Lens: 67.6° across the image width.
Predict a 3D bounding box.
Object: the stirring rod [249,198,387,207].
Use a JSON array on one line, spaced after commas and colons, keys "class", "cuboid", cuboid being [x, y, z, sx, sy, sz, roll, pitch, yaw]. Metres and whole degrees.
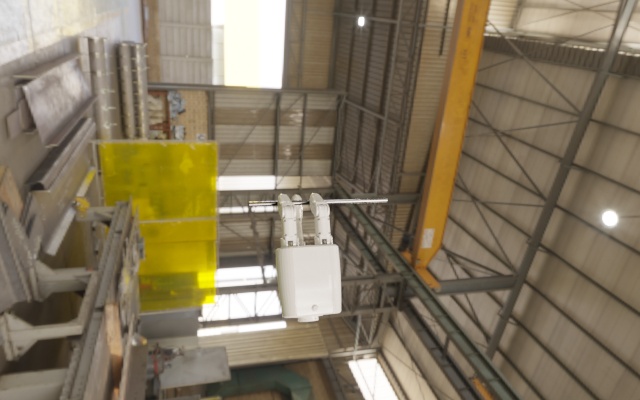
[{"class": "stirring rod", "cuboid": [0.000, 0.003, 0.806, 0.239, 0.011, 0.011, -2, 0, -16]}]
